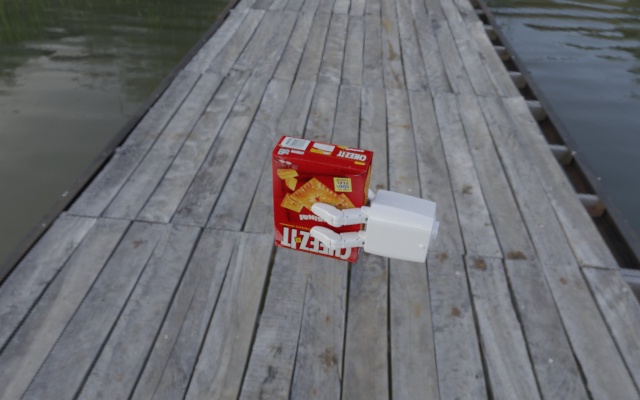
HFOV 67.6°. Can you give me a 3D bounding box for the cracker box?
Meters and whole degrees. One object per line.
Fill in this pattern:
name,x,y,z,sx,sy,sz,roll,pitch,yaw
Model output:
cracker box,0.000,0.003,0.852,0.164,0.214,0.072,12,39,11
